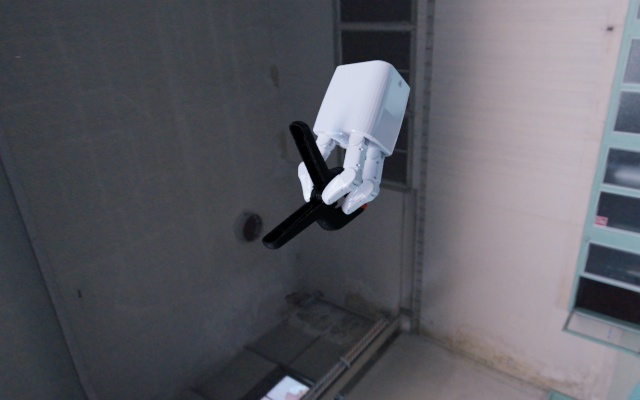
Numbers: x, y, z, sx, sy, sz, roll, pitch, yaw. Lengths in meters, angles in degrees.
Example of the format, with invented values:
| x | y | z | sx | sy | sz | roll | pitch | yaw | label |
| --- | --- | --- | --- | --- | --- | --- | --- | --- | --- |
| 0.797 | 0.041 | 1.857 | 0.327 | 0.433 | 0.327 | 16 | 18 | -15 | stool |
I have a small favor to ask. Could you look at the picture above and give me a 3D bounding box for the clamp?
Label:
| x | y | z | sx | sy | sz | roll | pitch | yaw | label |
| --- | --- | --- | --- | --- | --- | --- | --- | --- | --- |
| 0.000 | 0.002 | 0.669 | 0.036 | 0.164 | 0.210 | 14 | -7 | 35 | clamp |
